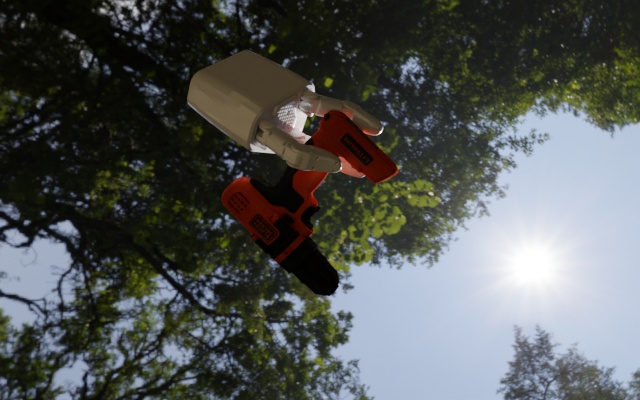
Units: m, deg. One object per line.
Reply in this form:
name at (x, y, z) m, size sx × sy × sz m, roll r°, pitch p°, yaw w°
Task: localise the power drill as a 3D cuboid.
power drill at (0.000, 0.001, 0.570) m, size 0.188 × 0.184 × 0.057 m, roll -44°, pitch 4°, yaw 13°
